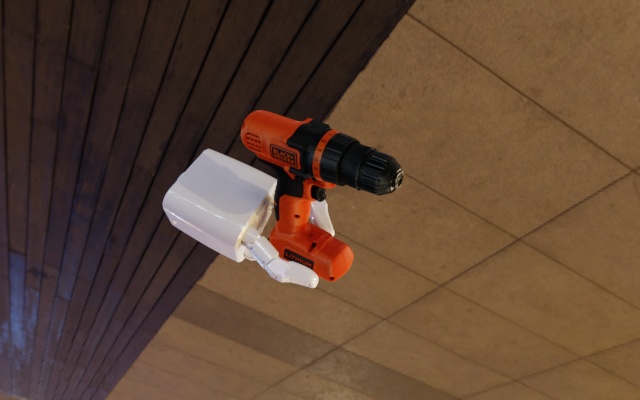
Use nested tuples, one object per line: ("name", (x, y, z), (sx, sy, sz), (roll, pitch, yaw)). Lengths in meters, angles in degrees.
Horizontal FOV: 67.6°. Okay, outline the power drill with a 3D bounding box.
("power drill", (0.000, 0.002, 0.529), (0.184, 0.188, 0.057), (24, 45, 27))
